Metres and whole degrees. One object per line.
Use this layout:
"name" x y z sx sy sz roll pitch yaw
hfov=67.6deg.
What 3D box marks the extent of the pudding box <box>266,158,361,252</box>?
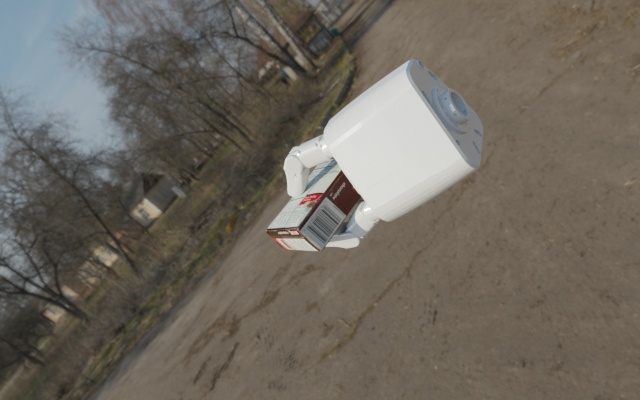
"pudding box" 0.000 0.002 0.523 0.039 0.113 0.090 45 -22 -16
